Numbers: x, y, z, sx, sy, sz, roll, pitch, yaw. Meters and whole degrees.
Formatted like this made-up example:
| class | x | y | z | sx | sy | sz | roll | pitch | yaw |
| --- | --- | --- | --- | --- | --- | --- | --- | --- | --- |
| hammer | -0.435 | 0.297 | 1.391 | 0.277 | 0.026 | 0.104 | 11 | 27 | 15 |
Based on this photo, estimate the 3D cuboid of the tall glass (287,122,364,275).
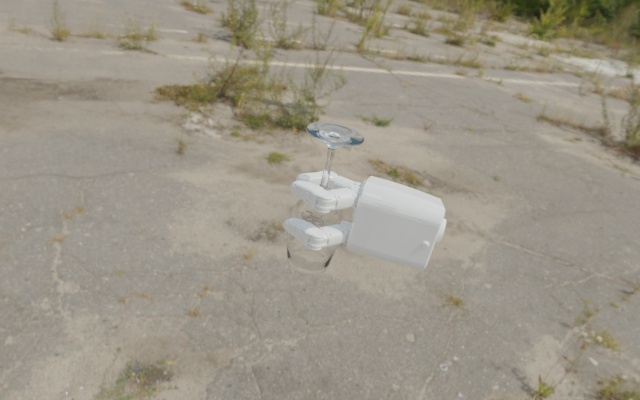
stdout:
| class | x | y | z | sx | sy | sz | roll | pitch | yaw |
| --- | --- | --- | --- | --- | --- | --- | --- | --- | --- |
| tall glass | 0.000 | 0.001 | 0.642 | 0.079 | 0.201 | 0.079 | 10 | 28 | -5 |
